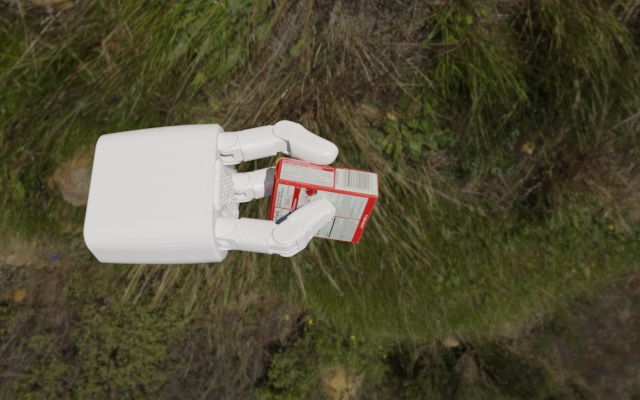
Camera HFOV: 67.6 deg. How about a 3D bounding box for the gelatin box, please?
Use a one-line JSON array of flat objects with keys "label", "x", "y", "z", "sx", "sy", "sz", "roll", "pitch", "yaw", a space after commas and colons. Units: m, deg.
[{"label": "gelatin box", "x": 0.000, "y": 0.002, "z": 0.426, "sx": 0.089, "sy": 0.030, "sz": 0.073, "roll": 9, "pitch": -39, "yaw": -5}]
